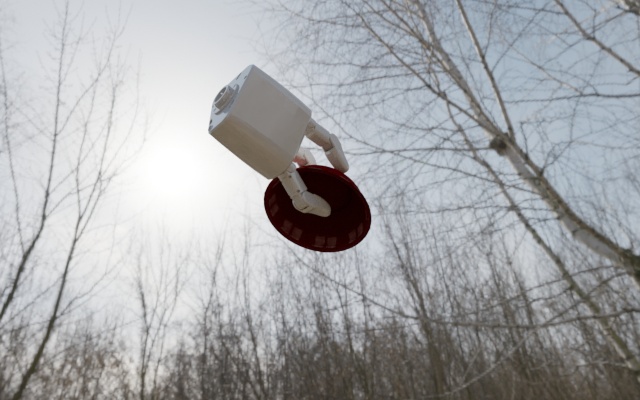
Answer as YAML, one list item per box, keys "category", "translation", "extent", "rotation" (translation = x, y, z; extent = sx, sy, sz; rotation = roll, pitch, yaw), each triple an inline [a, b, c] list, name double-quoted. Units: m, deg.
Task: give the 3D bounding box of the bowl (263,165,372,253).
- category: "bowl"
  translation: [0.001, 0.003, 0.710]
  extent: [0.162, 0.162, 0.055]
  rotation: [0, 39, 18]
